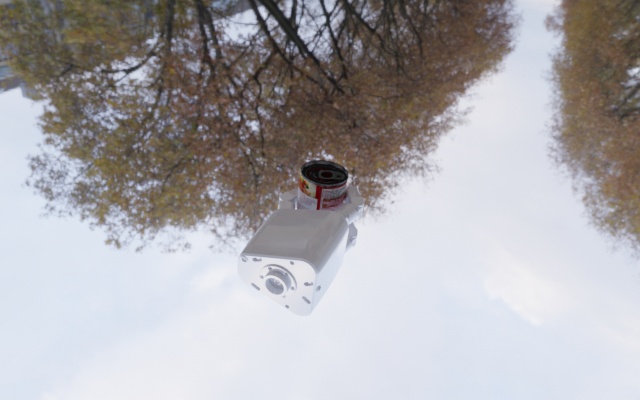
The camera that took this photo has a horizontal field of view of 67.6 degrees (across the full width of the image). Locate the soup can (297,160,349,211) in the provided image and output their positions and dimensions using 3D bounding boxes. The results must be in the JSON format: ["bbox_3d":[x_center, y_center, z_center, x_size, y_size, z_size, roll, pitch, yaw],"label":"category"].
[{"bbox_3d":[0.000,0.002,0.691,0.068,0.102,0.068,5,33,-4],"label":"soup can"}]
